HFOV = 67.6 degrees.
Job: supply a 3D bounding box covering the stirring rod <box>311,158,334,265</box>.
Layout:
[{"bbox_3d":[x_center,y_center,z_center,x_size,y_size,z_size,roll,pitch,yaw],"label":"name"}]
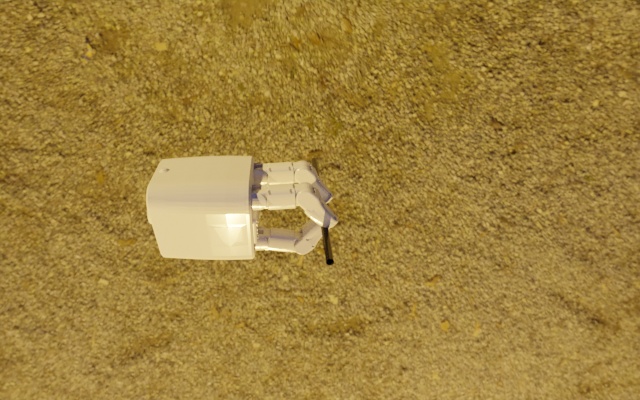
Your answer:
[{"bbox_3d":[0.000,0.002,0.575,0.011,0.011,0.239,0,29,-5],"label":"stirring rod"}]
